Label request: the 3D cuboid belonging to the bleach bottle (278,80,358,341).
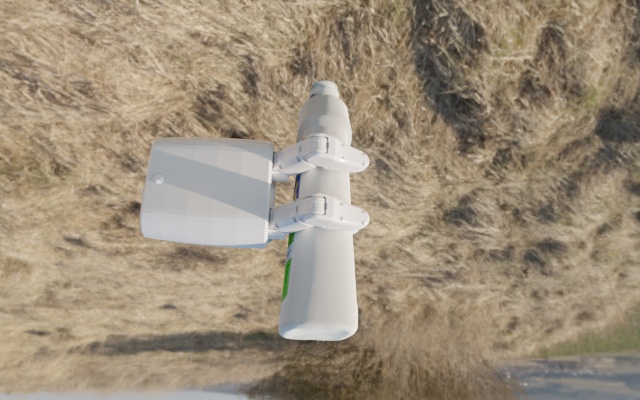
[{"bbox_3d":[0.000,0.002,0.464,0.068,0.250,0.103,4,-22,-6],"label":"bleach bottle"}]
